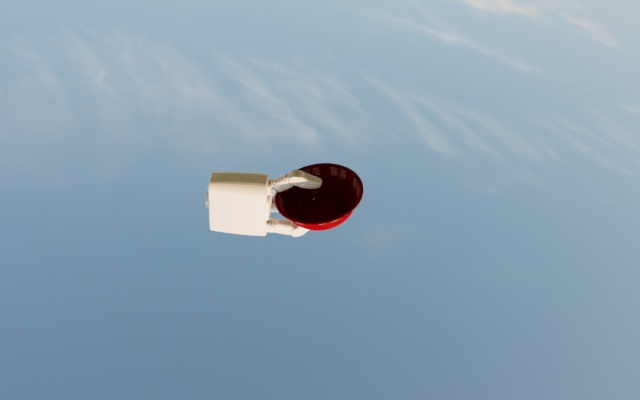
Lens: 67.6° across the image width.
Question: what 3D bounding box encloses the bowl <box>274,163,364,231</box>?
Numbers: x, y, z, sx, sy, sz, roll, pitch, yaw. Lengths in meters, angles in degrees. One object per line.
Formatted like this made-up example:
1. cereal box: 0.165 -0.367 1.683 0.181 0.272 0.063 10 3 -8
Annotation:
1. bowl: 0.001 0.003 0.871 0.162 0.055 0.162 -6 43 6
